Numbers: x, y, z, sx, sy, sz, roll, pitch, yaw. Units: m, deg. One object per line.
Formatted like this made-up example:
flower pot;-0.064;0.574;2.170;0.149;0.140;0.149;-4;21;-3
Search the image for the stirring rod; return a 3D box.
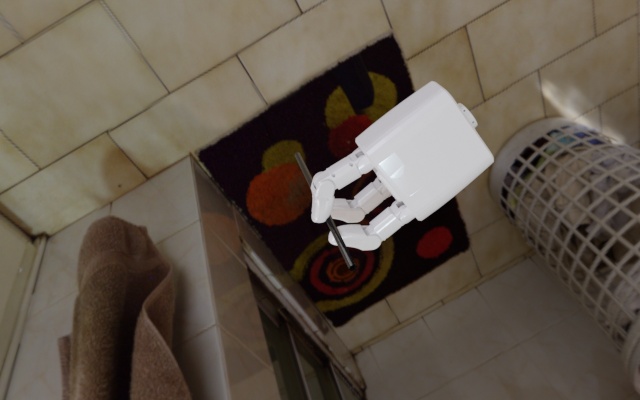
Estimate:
stirring rod;0.000;0.002;0.571;0.011;0.011;0.239;0;33;-19
